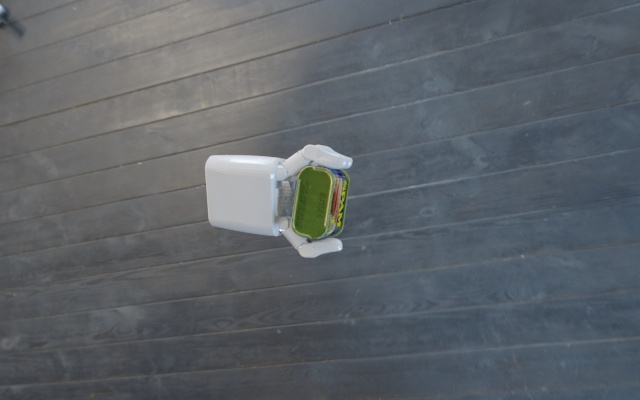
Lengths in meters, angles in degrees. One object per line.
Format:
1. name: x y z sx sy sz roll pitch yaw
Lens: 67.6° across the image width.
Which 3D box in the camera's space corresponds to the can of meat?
1. can of meat: 0.000 0.002 0.670 0.057 0.102 0.084 9 3 16
